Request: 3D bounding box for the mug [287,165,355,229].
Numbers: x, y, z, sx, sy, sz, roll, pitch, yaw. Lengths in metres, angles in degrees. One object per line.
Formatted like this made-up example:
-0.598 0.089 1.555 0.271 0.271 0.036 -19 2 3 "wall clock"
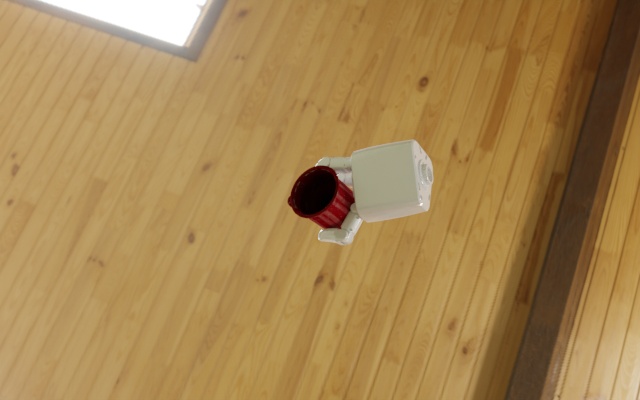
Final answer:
-0.001 0.003 0.798 0.117 0.093 0.081 -10 -29 31 "mug"
